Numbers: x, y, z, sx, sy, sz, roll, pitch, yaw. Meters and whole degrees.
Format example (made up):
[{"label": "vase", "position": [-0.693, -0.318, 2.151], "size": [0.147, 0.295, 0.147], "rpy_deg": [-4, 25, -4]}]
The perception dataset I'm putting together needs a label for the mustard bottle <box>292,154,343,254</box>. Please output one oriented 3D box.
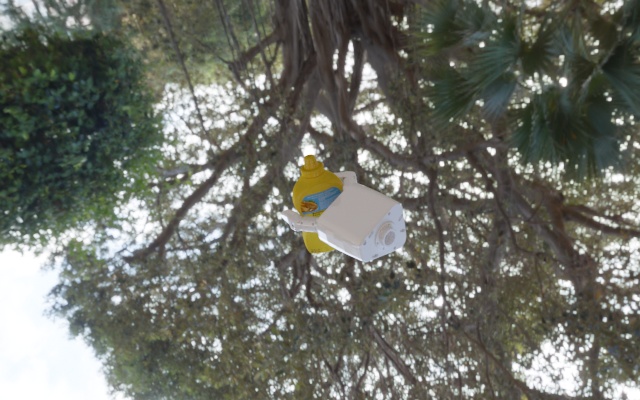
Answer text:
[{"label": "mustard bottle", "position": [0.000, 0.003, 0.873], "size": [0.096, 0.192, 0.058], "rpy_deg": [-18, 32, -7]}]
